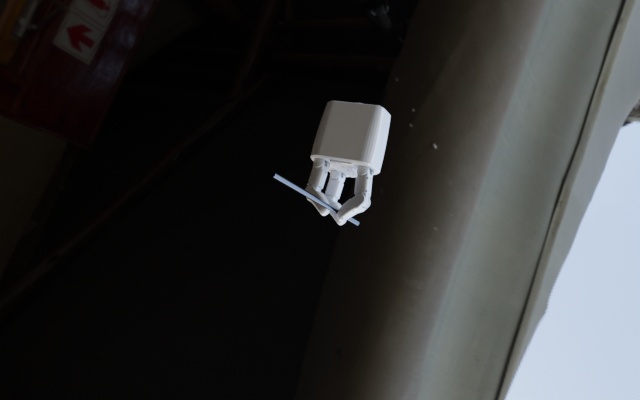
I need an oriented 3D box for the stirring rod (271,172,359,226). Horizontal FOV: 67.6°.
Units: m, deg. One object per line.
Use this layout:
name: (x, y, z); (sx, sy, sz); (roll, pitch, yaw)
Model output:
stirring rod: (0.000, 0.002, 0.740); (0.011, 0.011, 0.240); (0, -18, 34)
